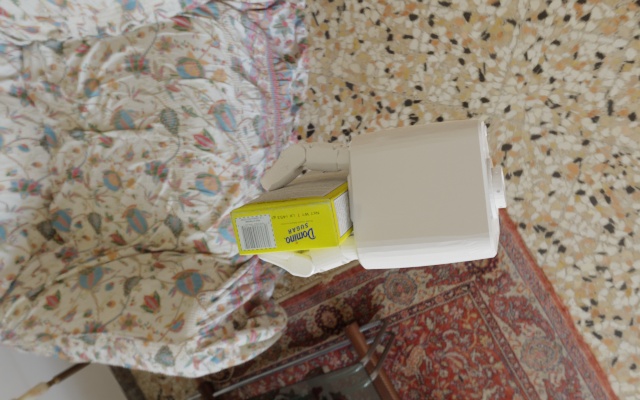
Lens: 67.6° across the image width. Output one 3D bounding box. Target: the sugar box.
[{"bbox_3d":[0.000,0.002,0.455,0.093,0.048,0.176,-6,9,23],"label":"sugar box"}]
